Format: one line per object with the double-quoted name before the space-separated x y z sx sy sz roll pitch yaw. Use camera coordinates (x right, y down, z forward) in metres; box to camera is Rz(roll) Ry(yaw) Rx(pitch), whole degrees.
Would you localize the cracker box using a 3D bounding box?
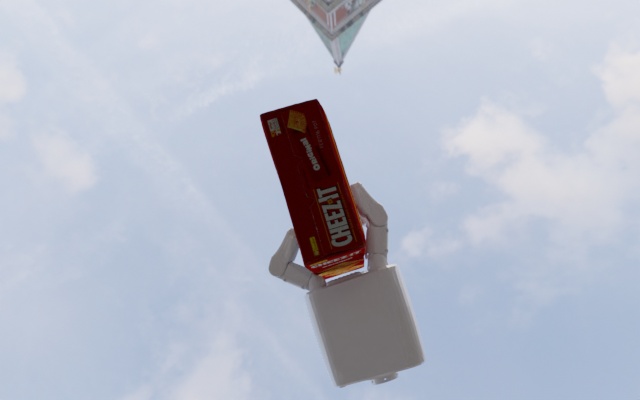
"cracker box" 0.000 0.002 0.566 0.072 0.164 0.214 -18 -14 0
